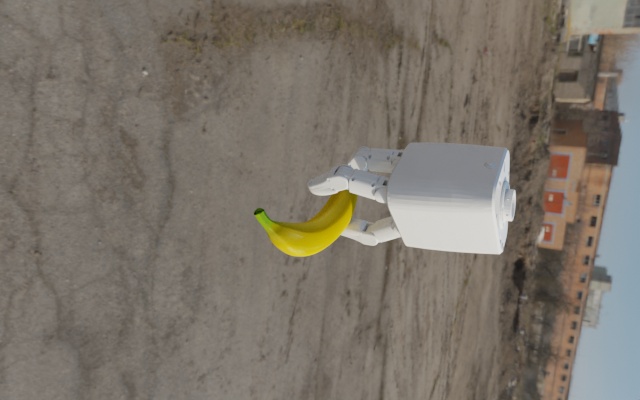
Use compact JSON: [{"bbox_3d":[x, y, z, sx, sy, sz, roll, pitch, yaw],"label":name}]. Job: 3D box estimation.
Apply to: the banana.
[{"bbox_3d":[0.000,0.021,0.556,0.037,0.069,0.197,1,13,32],"label":"banana"}]
